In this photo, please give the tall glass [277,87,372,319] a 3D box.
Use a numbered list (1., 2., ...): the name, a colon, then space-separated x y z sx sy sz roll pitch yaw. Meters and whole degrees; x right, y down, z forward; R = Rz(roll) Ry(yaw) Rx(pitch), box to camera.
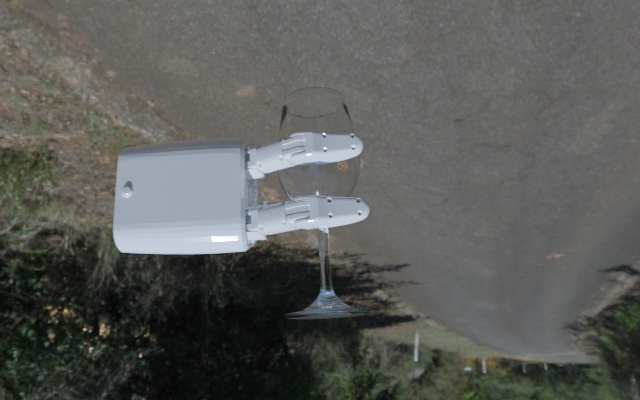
1. tall glass: 0.000 0.002 0.430 0.079 0.201 0.079 -3 -17 -1
